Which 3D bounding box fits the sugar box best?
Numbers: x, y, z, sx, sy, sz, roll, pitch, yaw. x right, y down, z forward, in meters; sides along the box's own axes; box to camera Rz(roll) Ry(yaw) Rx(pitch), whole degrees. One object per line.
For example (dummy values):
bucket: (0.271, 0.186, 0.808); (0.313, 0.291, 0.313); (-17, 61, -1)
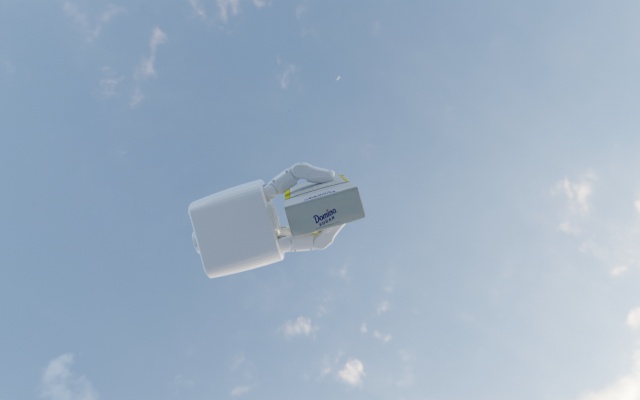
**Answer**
sugar box: (0.000, 0.003, 0.648); (0.093, 0.048, 0.176); (-16, 11, -1)
